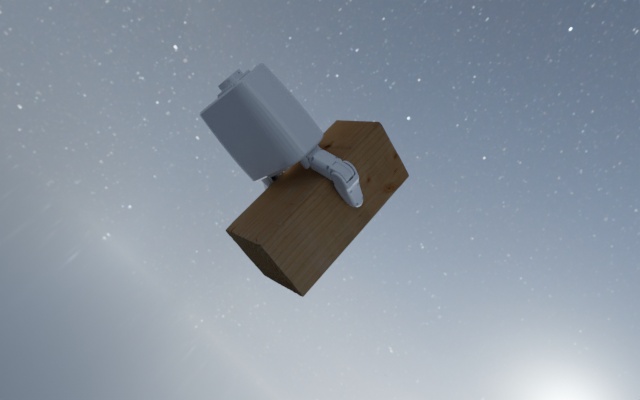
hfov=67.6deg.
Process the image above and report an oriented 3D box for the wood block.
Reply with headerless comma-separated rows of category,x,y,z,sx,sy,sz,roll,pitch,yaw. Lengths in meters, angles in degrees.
wood block,0.000,0.002,0.582,0.206,0.090,0.091,-47,32,-20
